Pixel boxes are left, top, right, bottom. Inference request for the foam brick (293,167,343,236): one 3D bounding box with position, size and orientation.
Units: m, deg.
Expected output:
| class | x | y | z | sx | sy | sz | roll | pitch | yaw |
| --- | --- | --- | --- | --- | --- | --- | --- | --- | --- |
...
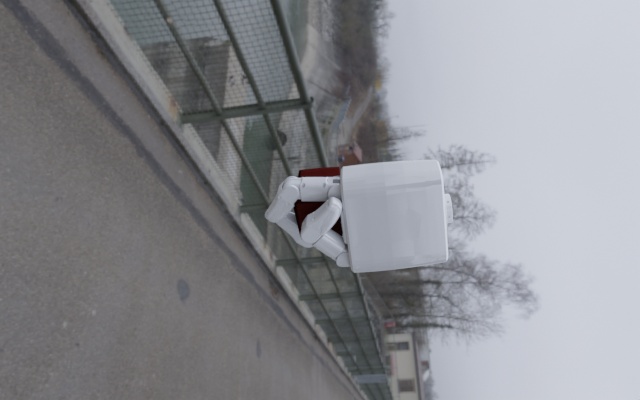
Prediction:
| class | x | y | z | sx | sy | sz | roll | pitch | yaw |
| --- | --- | --- | --- | --- | --- | --- | --- | --- | --- |
| foam brick | 0.000 | 0.002 | 0.568 | 0.051 | 0.053 | 0.078 | -6 | 33 | 8 |
